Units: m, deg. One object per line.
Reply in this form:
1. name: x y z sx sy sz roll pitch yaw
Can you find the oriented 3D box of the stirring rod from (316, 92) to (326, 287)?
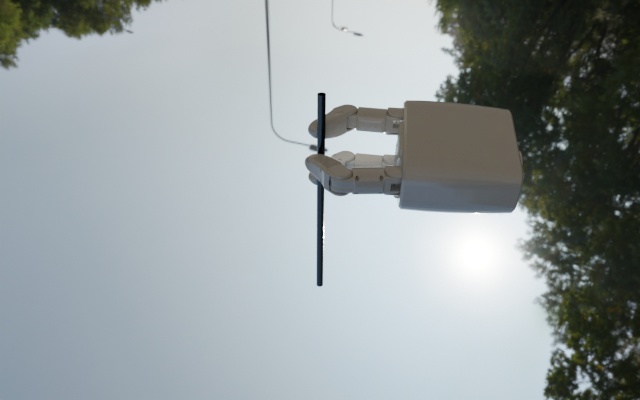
1. stirring rod: 0.000 0.002 0.505 0.011 0.240 0.011 0 35 0
